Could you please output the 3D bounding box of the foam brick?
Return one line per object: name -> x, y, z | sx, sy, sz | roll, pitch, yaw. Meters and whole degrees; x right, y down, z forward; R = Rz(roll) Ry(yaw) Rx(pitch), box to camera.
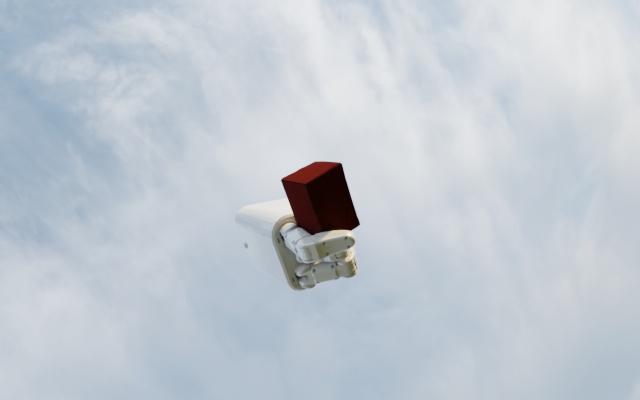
foam brick -> 0.000, 0.001, 0.527 | 0.053, 0.078, 0.051 | -29, 24, -28
